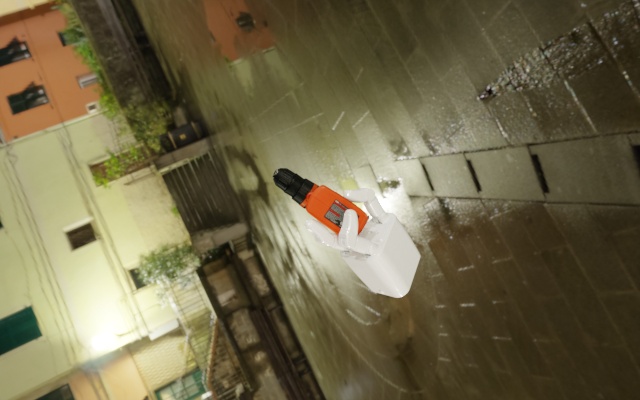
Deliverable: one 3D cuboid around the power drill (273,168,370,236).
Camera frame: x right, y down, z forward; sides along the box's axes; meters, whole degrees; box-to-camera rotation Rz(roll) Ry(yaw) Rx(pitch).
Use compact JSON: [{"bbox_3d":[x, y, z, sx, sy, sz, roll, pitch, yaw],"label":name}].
[{"bbox_3d":[0.000,0.003,0.854,0.184,0.057,0.187,33,1,-11],"label":"power drill"}]
